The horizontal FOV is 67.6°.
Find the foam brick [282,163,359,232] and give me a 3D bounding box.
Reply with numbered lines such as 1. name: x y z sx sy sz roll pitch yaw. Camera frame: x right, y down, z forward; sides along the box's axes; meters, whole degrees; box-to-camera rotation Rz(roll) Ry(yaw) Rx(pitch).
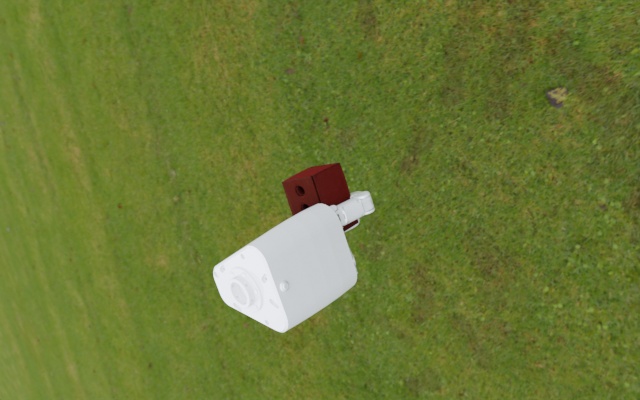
1. foam brick: 0.000 0.002 0.554 0.053 0.078 0.051 -7 15 47
